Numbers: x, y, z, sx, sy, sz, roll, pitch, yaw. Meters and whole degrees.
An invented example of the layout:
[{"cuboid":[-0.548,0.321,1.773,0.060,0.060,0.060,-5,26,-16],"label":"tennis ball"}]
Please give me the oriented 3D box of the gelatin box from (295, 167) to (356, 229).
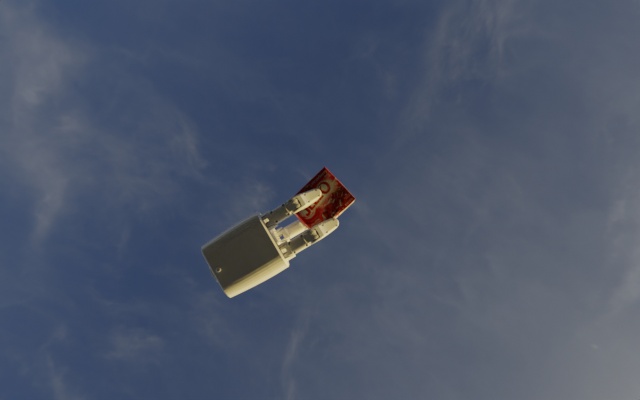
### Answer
[{"cuboid":[0.000,0.002,0.774,0.089,0.073,0.030,-43,-4,-7],"label":"gelatin box"}]
